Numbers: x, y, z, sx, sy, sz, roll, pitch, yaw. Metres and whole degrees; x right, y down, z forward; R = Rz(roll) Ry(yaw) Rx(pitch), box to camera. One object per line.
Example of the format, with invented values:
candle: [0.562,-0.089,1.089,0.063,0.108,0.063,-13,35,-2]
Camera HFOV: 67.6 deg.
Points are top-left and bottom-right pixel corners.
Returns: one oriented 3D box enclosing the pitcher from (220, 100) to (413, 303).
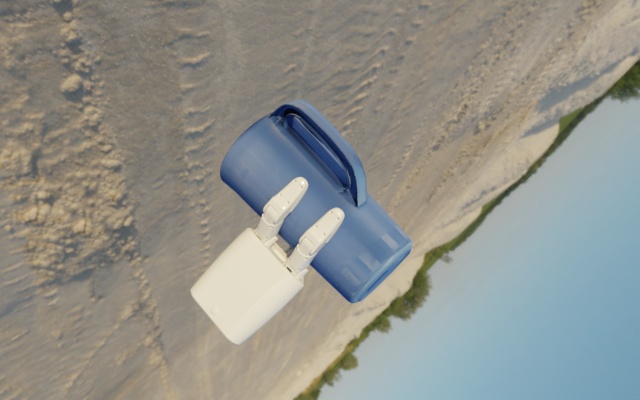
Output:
pitcher: [0.000,0.002,0.600,0.242,0.145,0.149,45,-1,14]
